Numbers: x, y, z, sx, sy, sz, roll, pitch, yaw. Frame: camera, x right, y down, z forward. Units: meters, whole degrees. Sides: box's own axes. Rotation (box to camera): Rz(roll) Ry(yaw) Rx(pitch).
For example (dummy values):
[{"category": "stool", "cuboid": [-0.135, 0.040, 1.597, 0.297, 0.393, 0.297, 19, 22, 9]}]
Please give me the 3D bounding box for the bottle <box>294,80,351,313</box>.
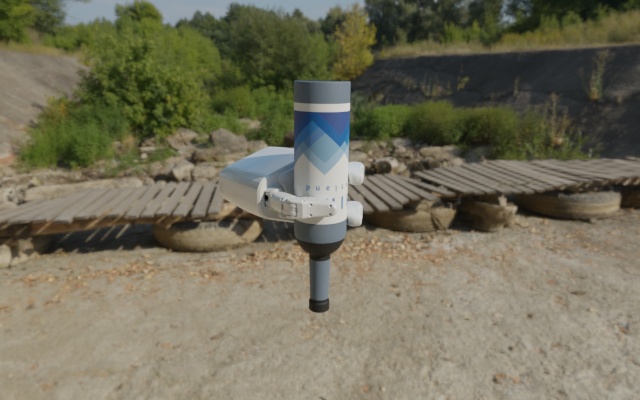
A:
[{"category": "bottle", "cuboid": [0.000, 0.002, 0.599, 0.069, 0.296, 0.069, 1, 15, 0]}]
